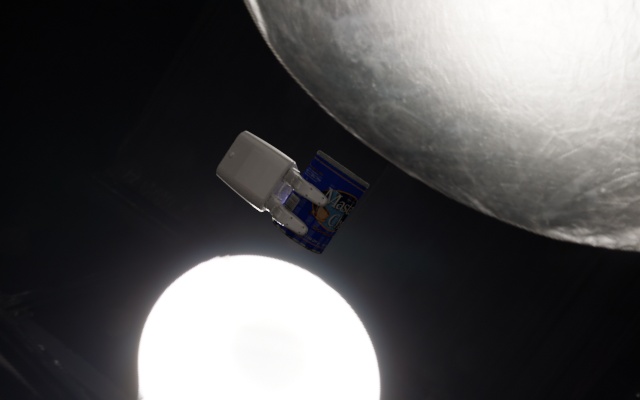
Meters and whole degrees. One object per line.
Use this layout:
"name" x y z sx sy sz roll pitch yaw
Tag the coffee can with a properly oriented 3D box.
"coffee can" 0.000 0.003 0.795 0.103 0.140 0.103 34 6 -4
